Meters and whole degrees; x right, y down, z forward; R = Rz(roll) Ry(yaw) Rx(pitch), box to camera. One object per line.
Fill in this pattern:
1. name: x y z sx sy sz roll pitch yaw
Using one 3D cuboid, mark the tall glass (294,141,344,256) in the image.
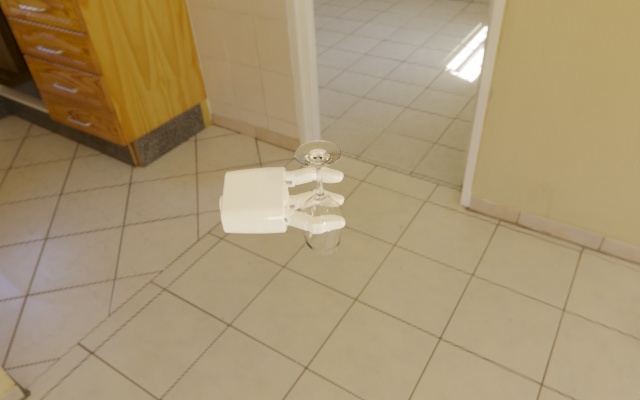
1. tall glass: 0.000 0.002 0.816 0.079 0.201 0.079 -2 39 2
